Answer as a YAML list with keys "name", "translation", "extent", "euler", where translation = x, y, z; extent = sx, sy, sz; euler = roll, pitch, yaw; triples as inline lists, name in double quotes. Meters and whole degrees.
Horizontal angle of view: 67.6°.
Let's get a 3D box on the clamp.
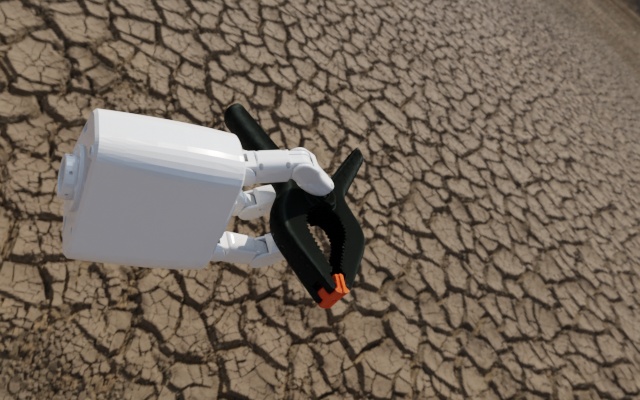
- name: "clamp"
  translation: [0.000, 0.001, 0.453]
  extent: [0.164, 0.209, 0.036]
  euler: [9, -43, -36]
